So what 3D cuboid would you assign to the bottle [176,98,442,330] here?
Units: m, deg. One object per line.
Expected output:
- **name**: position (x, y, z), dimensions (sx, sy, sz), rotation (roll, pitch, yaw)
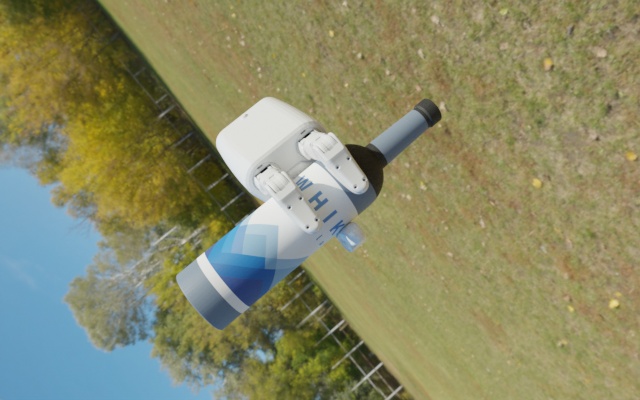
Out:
- **bottle**: position (0.000, 0.002, 0.461), dimensions (0.295, 0.069, 0.069), rotation (-40, 6, -7)
